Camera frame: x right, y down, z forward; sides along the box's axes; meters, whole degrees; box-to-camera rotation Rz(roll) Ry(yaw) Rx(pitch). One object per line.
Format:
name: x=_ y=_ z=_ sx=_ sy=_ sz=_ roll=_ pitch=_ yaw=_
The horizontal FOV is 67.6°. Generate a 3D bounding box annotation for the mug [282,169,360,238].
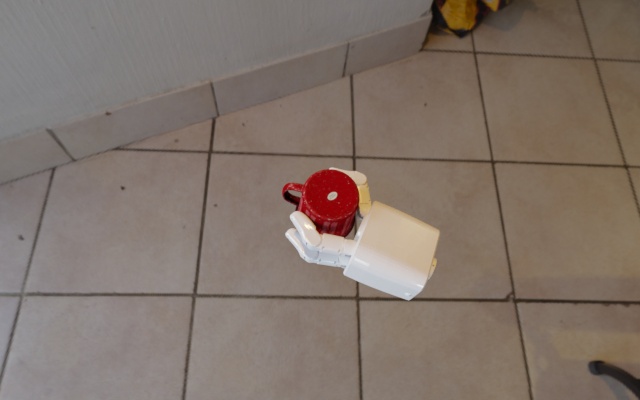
mug: x=-0.001 y=0.002 z=0.693 sx=0.117 sy=0.093 sz=0.081 roll=22 pitch=-24 yaw=4
